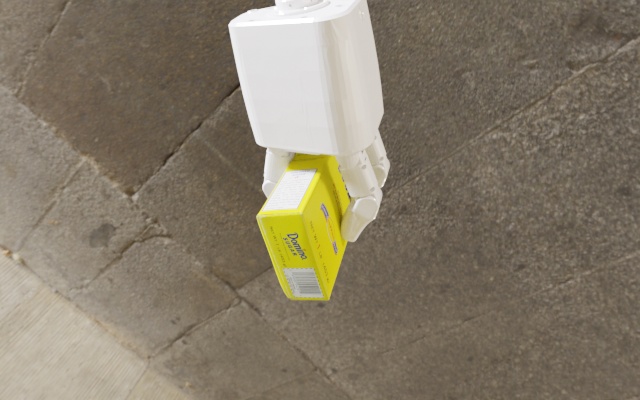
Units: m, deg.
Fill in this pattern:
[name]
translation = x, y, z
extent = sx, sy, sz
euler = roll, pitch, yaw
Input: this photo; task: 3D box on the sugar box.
[sugar box]
translation = 0.001, 0.001, 0.455
extent = 0.048, 0.093, 0.176
euler = -3, 33, 21
